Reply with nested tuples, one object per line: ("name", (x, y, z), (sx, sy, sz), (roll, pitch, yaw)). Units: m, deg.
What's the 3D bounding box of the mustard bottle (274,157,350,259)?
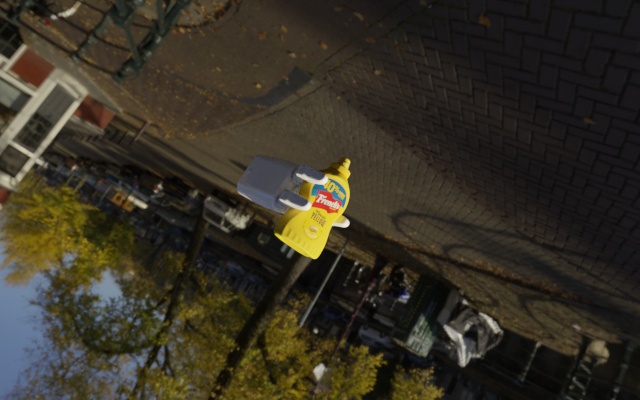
("mustard bottle", (0.000, 0.003, 0.871), (0.096, 0.191, 0.058), (38, -16, -29))
